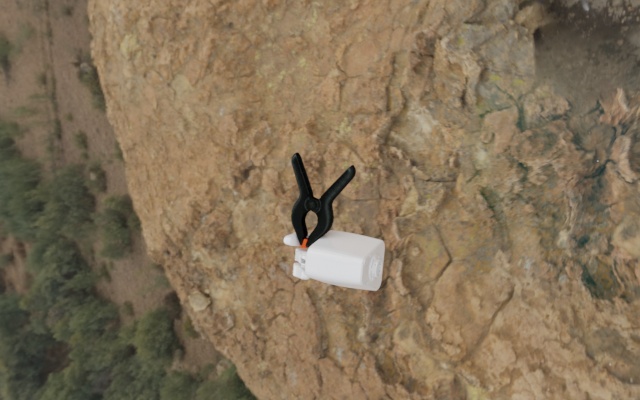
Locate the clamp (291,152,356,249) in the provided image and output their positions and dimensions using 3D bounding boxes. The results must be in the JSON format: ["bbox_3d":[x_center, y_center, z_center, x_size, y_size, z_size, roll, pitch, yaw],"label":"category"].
[{"bbox_3d":[0.000,0.003,0.852,0.120,0.171,0.039,6,7,25],"label":"clamp"}]
